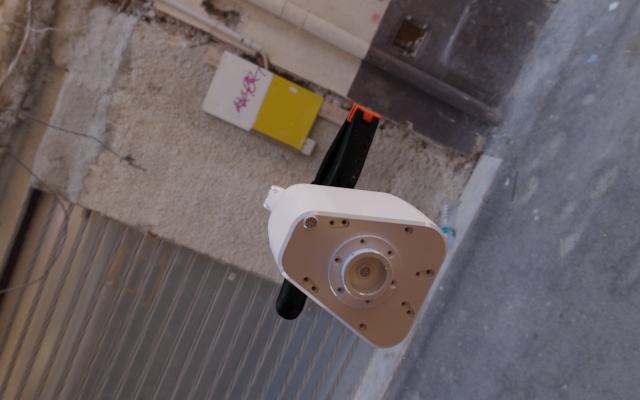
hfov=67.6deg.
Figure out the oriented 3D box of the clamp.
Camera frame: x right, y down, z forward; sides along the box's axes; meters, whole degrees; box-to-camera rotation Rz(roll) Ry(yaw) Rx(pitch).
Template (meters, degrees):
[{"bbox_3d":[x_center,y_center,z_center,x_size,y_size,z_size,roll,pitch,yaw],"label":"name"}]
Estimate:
[{"bbox_3d":[0.000,0.001,0.501,0.036,0.210,0.164,23,5,-12],"label":"clamp"}]
